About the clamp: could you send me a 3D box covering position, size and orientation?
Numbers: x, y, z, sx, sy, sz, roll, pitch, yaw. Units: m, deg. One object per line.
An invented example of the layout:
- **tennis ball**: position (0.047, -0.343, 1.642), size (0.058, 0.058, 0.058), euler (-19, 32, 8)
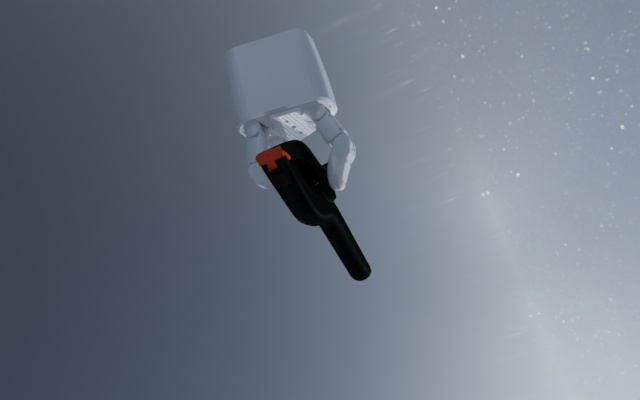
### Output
- **clamp**: position (0.001, 0.001, 0.521), size (0.036, 0.164, 0.210), euler (-22, -21, 18)
